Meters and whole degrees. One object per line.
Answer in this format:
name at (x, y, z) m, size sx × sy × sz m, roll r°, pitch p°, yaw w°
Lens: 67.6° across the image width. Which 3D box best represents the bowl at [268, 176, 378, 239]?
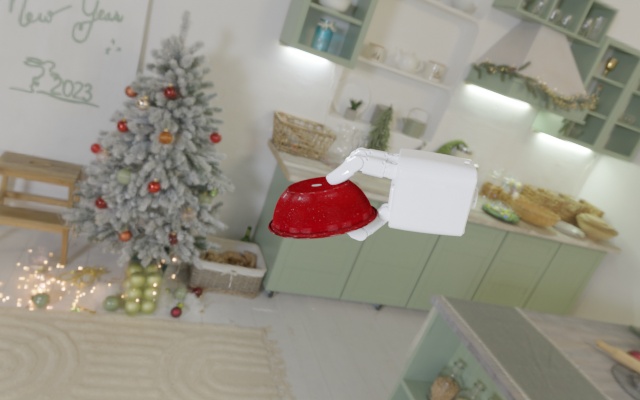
bowl at (-0.001, 0.002, 0.693) m, size 0.162 × 0.055 × 0.162 m, roll -8°, pitch 16°, yaw 2°
